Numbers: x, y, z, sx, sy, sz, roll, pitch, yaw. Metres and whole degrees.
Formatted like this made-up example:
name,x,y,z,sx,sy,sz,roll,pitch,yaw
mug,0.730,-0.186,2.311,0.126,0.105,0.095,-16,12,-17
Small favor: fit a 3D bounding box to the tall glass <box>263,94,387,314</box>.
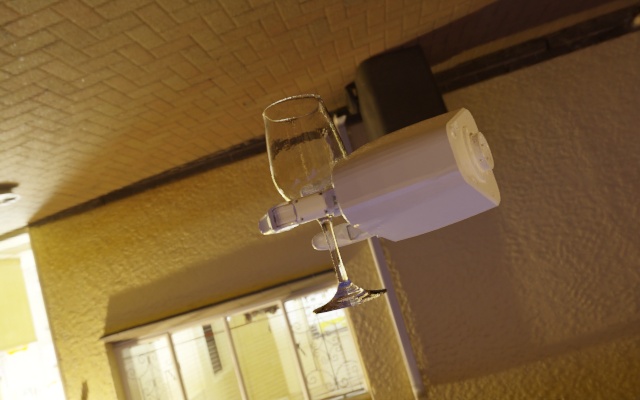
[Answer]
name,x,y,z,sx,sy,sz,roll,pitch,yaw
tall glass,0.000,0.002,0.464,0.079,0.201,0.079,-17,-7,-2
